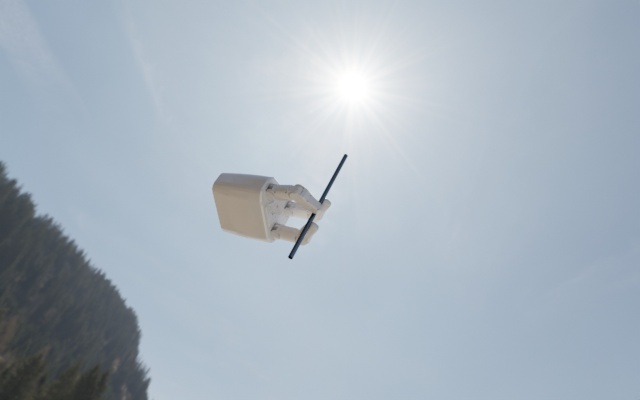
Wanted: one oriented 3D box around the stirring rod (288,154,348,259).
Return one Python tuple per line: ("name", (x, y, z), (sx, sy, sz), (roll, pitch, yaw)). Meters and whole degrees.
("stirring rod", (0.000, 0.003, 0.800), (0.011, 0.239, 0.011), (18, -38, 14))
